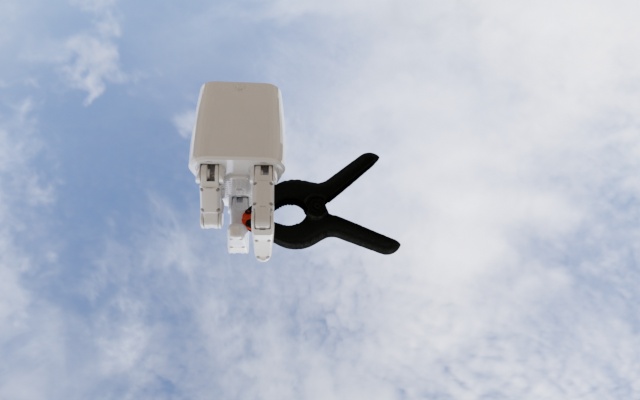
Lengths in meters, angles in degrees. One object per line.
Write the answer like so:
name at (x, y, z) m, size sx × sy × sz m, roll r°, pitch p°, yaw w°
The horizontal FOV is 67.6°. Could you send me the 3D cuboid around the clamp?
clamp at (0.000, 0.002, 0.531) m, size 0.171 × 0.120 × 0.039 m, roll 1°, pitch -27°, yaw -7°
